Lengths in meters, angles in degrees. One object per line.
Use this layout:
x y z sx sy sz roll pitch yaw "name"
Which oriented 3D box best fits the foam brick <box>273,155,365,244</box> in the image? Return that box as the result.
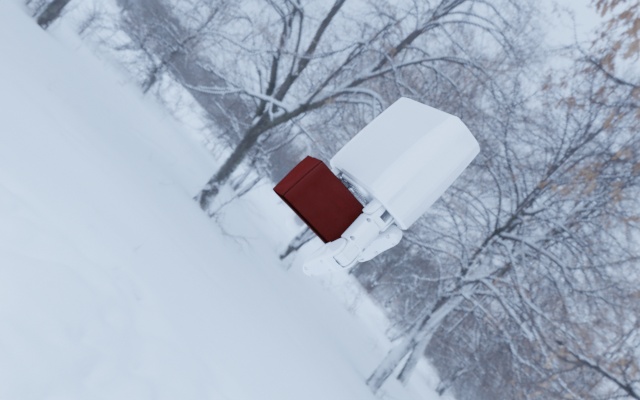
0.000 0.001 0.465 0.078 0.051 0.053 47 -4 -19 "foam brick"
